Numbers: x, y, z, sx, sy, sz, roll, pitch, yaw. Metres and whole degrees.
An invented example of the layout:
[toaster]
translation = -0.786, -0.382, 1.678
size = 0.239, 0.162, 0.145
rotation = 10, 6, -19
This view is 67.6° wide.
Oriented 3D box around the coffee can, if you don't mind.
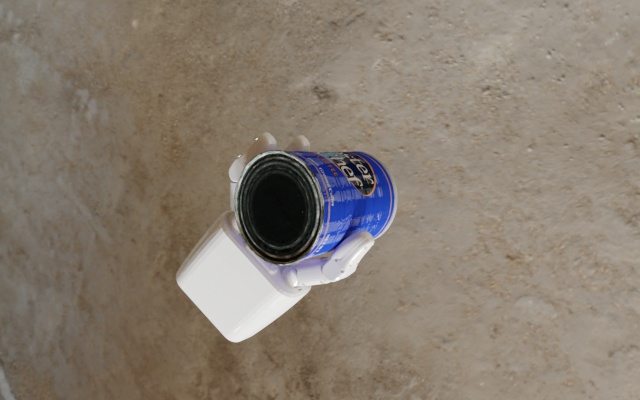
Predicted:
[coffee can]
translation = 0.000, 0.001, 0.476
size = 0.103, 0.103, 0.140
rotation = 0, 4, 35
